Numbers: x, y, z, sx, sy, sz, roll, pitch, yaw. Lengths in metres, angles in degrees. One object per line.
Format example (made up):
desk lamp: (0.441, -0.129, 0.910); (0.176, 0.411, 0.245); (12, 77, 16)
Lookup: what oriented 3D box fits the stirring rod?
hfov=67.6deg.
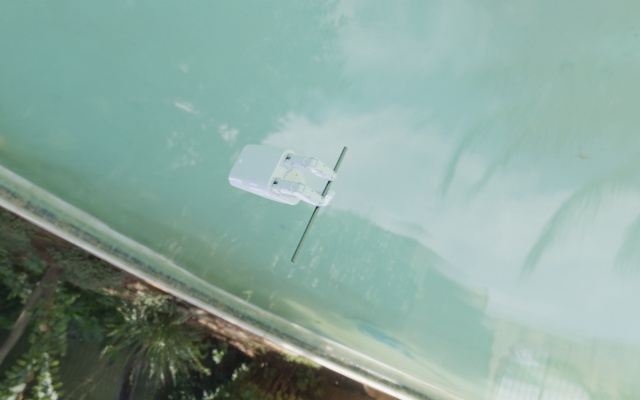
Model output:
stirring rod: (0.000, 0.003, 0.864); (0.011, 0.239, 0.011); (22, -19, 8)
